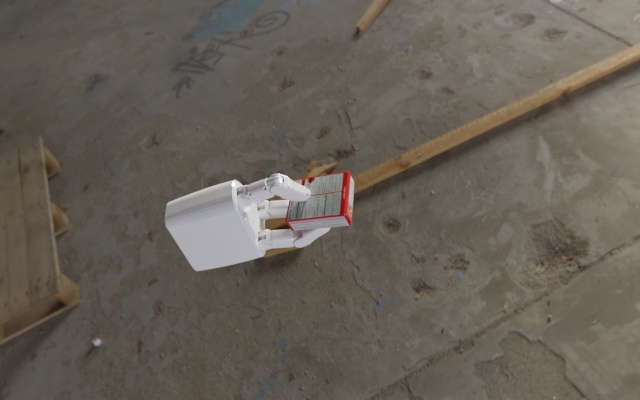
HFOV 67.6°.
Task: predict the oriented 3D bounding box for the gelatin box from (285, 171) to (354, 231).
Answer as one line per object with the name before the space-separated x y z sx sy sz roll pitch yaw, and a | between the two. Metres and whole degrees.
gelatin box | 0.000 0.002 0.660 0.089 0.073 0.030 -8 -37 21
